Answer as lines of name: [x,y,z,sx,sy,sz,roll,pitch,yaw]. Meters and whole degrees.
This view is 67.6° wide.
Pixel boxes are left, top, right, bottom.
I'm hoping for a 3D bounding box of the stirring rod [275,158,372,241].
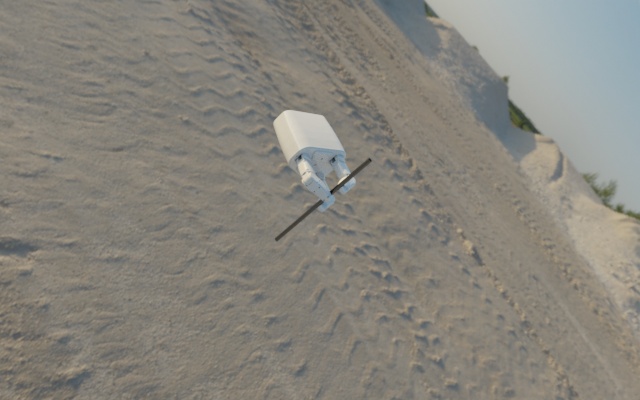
stirring rod: [0.000,0.003,0.852,0.239,0.011,0.011,-40,-19,24]
